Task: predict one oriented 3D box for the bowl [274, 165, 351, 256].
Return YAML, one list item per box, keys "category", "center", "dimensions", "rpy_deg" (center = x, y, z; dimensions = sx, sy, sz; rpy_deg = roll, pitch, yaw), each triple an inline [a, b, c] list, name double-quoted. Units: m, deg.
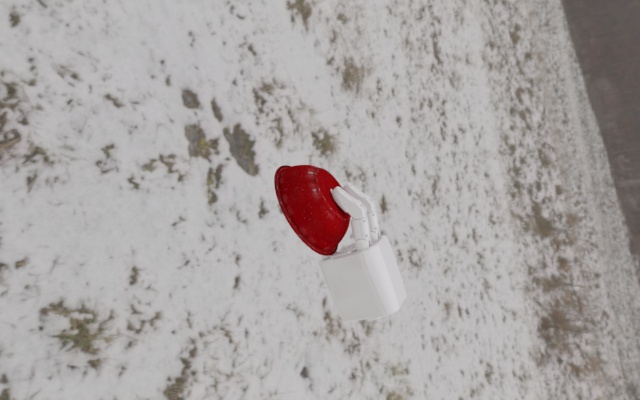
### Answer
- category: "bowl"
  center: [0.000, 0.001, 0.742]
  dimensions: [0.055, 0.162, 0.162]
  rpy_deg: [-31, -13, 23]
